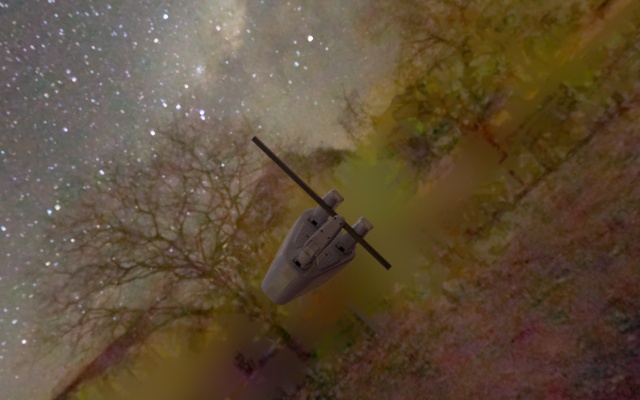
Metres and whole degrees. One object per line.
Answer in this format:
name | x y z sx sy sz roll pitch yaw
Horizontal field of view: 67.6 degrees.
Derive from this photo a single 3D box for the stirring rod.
stirring rod | 0.000 0.002 0.608 0.239 0.011 0.011 44 5 5
